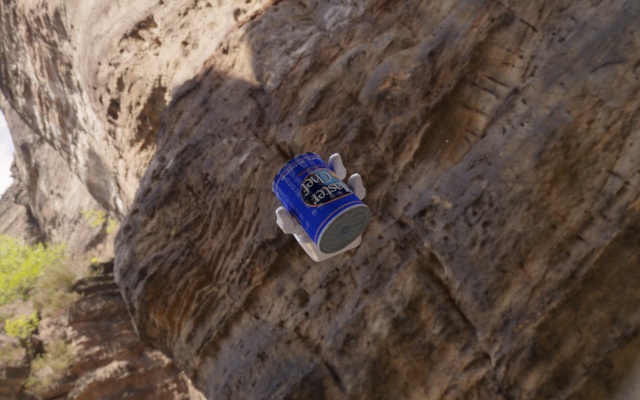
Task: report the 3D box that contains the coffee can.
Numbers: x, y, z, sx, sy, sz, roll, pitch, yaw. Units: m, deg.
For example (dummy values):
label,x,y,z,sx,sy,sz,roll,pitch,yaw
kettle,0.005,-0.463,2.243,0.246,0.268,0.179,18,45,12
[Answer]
label,x,y,z,sx,sy,sz,roll,pitch,yaw
coffee can,0.000,0.003,0.785,0.103,0.103,0.140,0,41,-50
